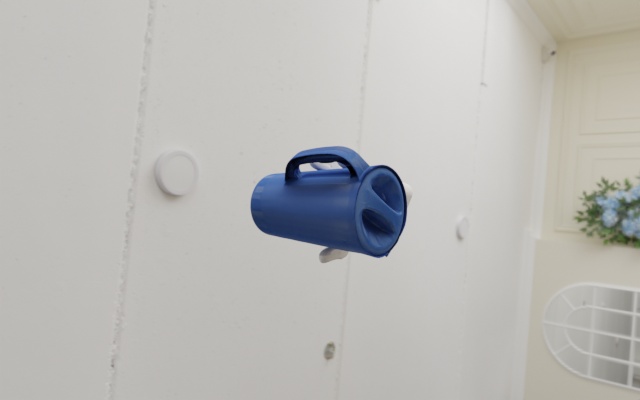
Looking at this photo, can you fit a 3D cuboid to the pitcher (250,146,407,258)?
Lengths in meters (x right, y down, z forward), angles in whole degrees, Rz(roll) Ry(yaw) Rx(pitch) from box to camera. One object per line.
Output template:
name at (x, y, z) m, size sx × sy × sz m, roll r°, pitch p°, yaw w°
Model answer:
pitcher at (0.000, 0.003, 0.752) m, size 0.243 × 0.149 × 0.145 m, roll 3°, pitch -5°, yaw 41°
